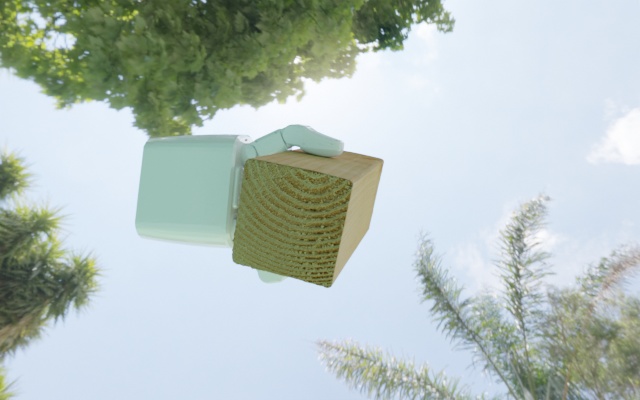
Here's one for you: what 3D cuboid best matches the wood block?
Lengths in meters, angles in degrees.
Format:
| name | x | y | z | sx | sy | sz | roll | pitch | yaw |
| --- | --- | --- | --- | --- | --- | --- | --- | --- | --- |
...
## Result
| name | x | y | z | sx | sy | sz | roll | pitch | yaw |
| --- | --- | --- | --- | --- | --- | --- | --- | --- | --- |
| wood block | 0.000 | 0.001 | 0.473 | 0.090 | 0.091 | 0.206 | 13 | 13 | 12 |
